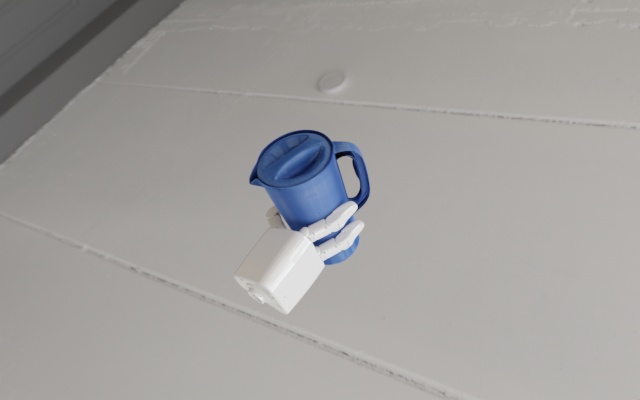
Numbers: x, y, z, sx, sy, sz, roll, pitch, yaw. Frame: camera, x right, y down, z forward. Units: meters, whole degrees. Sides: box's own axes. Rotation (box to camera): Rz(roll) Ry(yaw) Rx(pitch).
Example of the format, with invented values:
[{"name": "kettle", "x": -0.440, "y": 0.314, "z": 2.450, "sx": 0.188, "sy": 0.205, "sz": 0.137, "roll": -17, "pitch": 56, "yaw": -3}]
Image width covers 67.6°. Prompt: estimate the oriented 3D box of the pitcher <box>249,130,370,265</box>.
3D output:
[{"name": "pitcher", "x": 0.000, "y": 0.003, "z": 0.837, "sx": 0.149, "sy": 0.145, "sz": 0.243, "roll": 19, "pitch": -31, "yaw": 35}]
